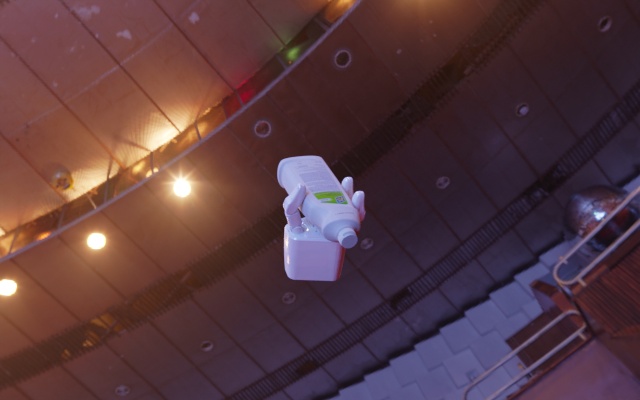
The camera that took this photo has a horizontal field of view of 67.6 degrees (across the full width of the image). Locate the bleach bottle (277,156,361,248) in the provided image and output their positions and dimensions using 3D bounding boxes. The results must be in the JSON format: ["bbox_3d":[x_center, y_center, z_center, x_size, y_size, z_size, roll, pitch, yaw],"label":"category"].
[{"bbox_3d":[0.000,0.003,0.879,0.102,0.068,0.250,-8,34,-17],"label":"bleach bottle"}]
